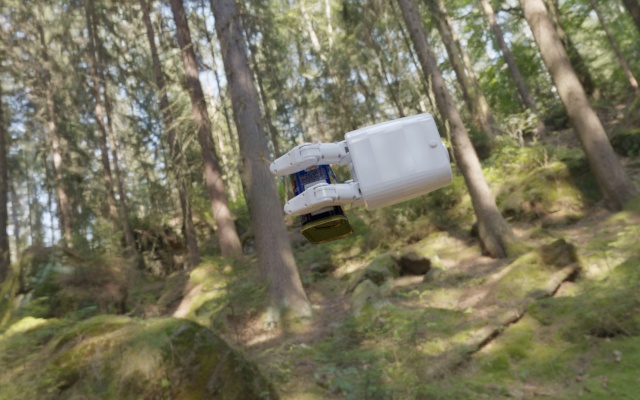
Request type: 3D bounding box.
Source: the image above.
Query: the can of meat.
[{"bbox_3d":[0.000,0.002,0.605,0.057,0.084,0.102,-17,-17,6],"label":"can of meat"}]
